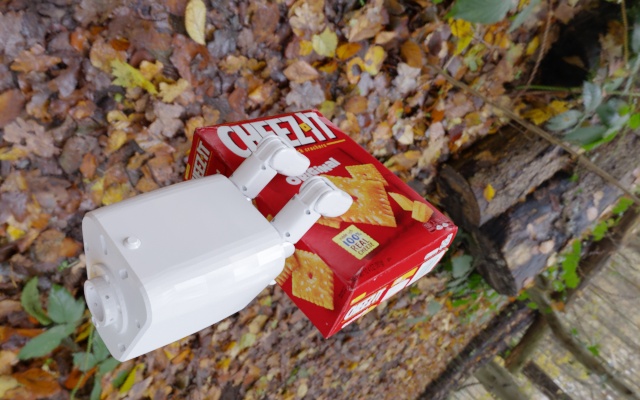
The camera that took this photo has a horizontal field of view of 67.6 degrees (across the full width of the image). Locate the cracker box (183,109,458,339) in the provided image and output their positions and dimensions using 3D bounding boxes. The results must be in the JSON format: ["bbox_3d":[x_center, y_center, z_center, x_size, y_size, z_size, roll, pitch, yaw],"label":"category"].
[{"bbox_3d":[0.000,0.002,0.455,0.164,0.072,0.213,-19,54,-44],"label":"cracker box"}]
